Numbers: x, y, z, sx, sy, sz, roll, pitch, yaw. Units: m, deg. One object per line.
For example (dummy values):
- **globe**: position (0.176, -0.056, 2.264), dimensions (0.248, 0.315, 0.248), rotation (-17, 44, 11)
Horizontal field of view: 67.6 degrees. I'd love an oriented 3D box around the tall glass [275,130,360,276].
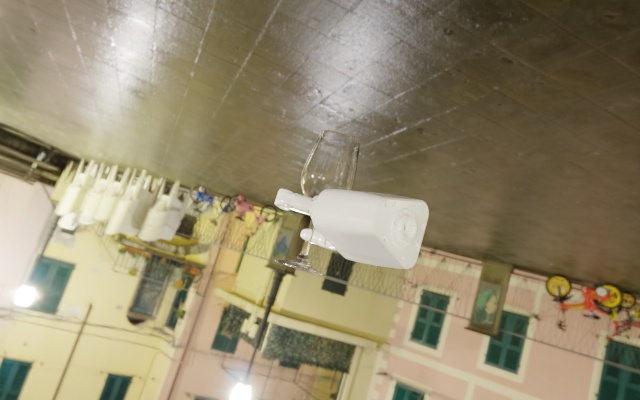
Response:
- **tall glass**: position (0.000, 0.003, 0.689), dimensions (0.079, 0.201, 0.079), rotation (17, -10, 3)
